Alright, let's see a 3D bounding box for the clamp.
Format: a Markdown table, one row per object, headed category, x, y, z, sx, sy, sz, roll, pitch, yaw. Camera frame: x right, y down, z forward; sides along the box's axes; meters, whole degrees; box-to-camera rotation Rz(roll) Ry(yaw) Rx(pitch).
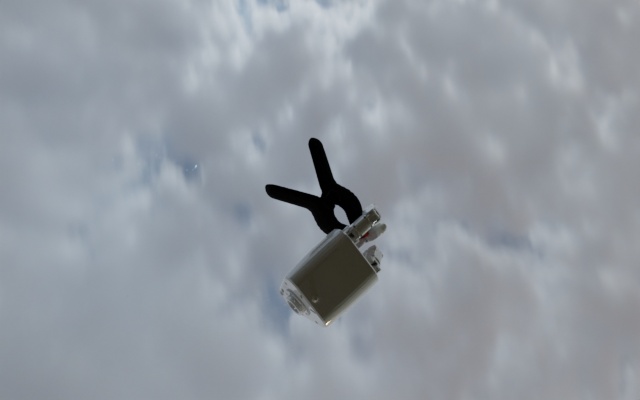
| category | x | y | z | sx | sy | sz | roll | pitch | yaw |
| --- | --- | --- | --- | --- | --- | --- | --- | --- | --- |
| clamp | 0.000 | 0.003 | 0.718 | 0.120 | 0.171 | 0.039 | -39 | 5 | -21 |
